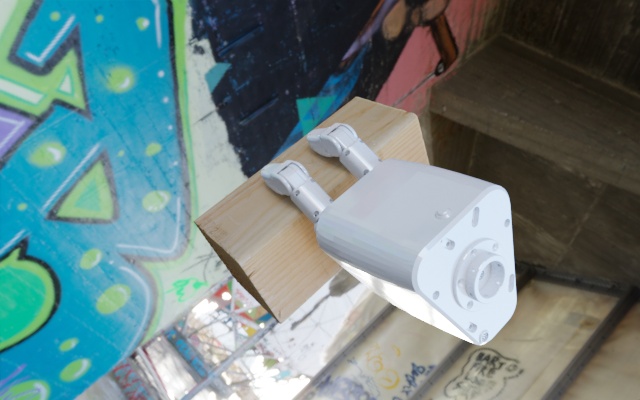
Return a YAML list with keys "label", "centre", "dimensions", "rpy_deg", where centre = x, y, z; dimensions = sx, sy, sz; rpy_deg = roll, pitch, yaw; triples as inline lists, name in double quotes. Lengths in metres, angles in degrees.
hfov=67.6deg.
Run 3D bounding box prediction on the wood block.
- label: "wood block"
  centre: [0.001, 0.002, 0.454]
  dimensions: [0.206, 0.091, 0.090]
  rpy_deg: [-39, 40, -18]
